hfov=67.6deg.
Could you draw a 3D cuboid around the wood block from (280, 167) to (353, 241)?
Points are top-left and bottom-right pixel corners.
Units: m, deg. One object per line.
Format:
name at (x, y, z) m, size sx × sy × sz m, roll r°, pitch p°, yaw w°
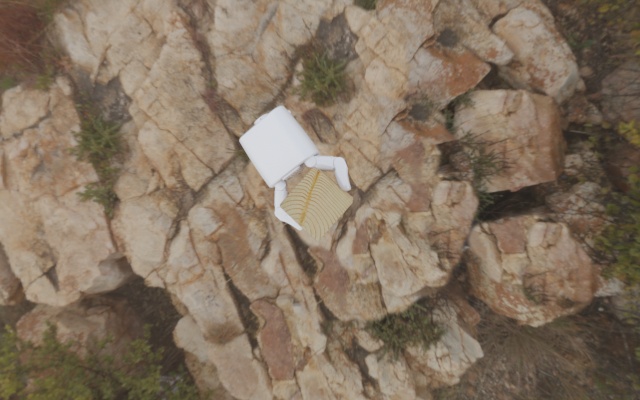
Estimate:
wood block at (0.000, 0.003, 0.881) m, size 0.090 × 0.091 × 0.206 m, roll 42°, pitch 4°, yaw 2°
